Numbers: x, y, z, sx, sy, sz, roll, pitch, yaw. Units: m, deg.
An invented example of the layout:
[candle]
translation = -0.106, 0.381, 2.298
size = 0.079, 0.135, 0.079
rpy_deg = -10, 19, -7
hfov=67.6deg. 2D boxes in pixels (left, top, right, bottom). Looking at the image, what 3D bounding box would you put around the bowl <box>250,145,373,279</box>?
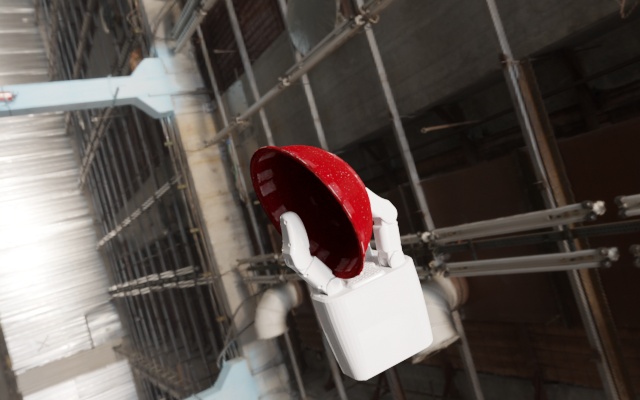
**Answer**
[bowl]
translation = 0.000, 0.000, 0.492
size = 0.055, 0.162, 0.162
rpy_deg = -39, 20, -27
